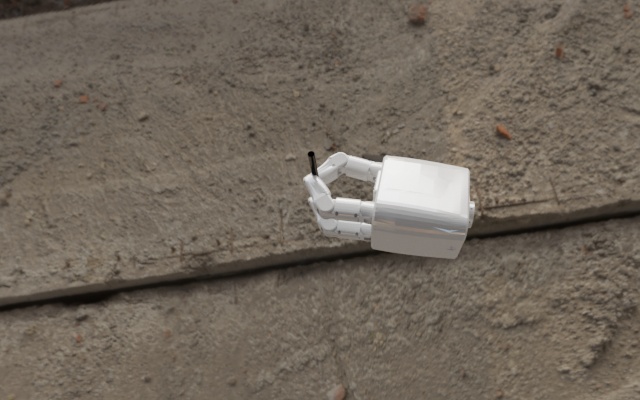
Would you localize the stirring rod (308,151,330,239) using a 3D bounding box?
[{"bbox_3d":[0.000,0.002,0.647,0.011,0.011,0.240,0,-27,6],"label":"stirring rod"}]
